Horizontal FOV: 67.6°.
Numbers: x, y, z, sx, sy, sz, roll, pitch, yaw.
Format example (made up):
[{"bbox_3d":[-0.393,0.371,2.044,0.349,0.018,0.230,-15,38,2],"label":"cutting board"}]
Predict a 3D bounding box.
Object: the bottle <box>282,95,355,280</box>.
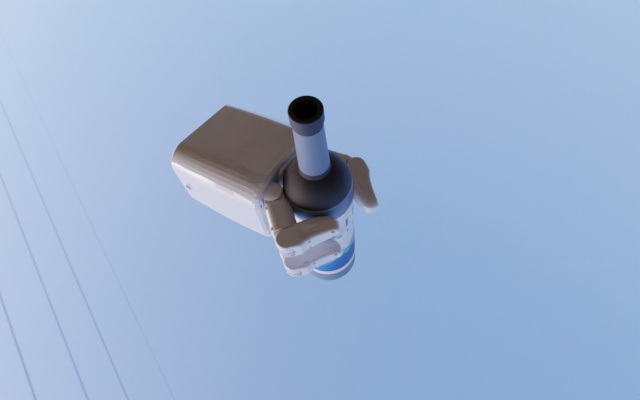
[{"bbox_3d":[0.000,0.002,0.482,0.069,0.069,0.296,0,-28,5],"label":"bottle"}]
